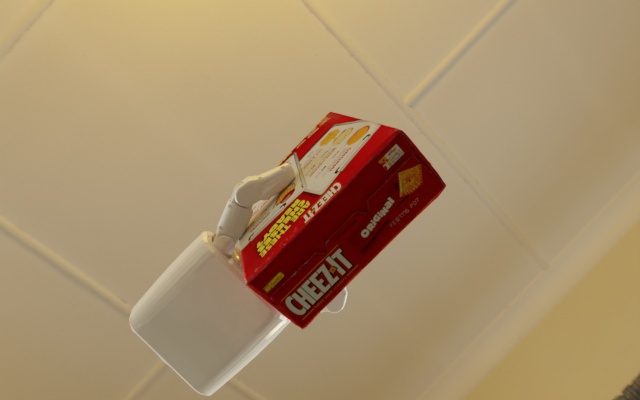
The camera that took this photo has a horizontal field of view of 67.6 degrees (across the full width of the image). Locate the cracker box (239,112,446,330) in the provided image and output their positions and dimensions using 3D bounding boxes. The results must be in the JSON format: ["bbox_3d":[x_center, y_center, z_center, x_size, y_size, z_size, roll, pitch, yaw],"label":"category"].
[{"bbox_3d":[0.000,0.001,0.459,0.072,0.164,0.213,44,1,-19],"label":"cracker box"}]
